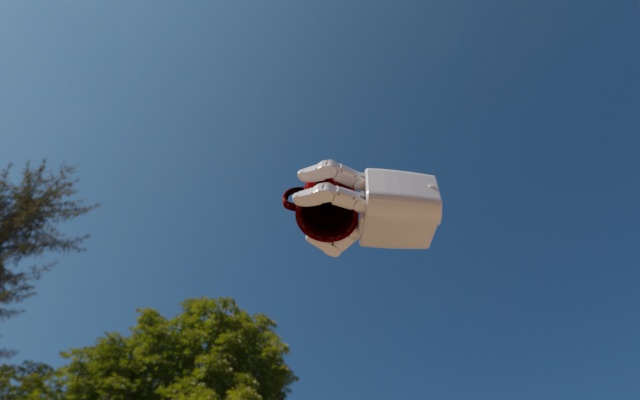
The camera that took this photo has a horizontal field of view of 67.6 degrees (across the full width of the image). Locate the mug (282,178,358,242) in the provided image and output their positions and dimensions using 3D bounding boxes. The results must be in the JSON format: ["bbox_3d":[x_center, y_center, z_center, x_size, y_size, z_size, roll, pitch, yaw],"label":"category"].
[{"bbox_3d":[-0.001,0.002,0.735,0.117,0.093,0.081,5,33,1],"label":"mug"}]
